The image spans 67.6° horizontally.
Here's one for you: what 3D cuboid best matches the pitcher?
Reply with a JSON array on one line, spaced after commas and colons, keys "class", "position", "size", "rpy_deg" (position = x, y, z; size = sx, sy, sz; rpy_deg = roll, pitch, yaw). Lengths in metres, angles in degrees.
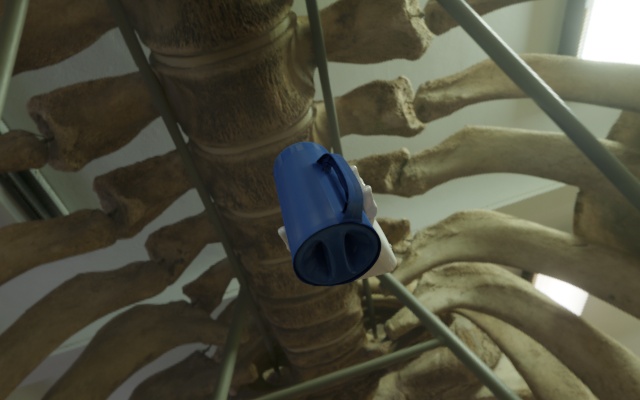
[{"class": "pitcher", "position": [0.000, 0.003, 0.767], "size": [0.149, 0.242, 0.145], "rpy_deg": [-31, -48, 9]}]
